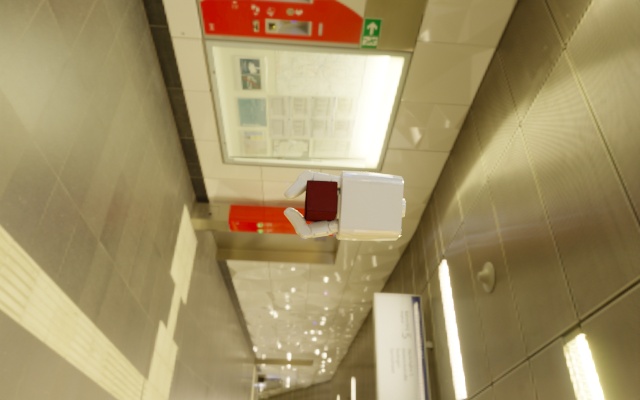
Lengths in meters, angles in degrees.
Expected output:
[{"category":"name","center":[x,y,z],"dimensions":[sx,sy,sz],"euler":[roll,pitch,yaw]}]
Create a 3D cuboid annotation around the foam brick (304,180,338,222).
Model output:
[{"category":"foam brick","center":[0.000,0.003,0.789],"dimensions":[0.051,0.053,0.078],"euler":[3,-15,-2]}]
